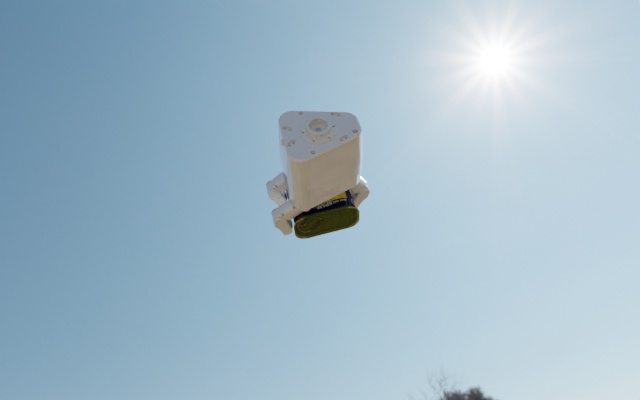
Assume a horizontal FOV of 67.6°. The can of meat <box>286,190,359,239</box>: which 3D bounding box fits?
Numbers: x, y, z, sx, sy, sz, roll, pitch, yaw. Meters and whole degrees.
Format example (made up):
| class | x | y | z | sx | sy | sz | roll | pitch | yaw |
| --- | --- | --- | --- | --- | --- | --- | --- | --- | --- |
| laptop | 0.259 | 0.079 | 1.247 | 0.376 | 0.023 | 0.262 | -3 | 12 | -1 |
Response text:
| class | x | y | z | sx | sy | sz | roll | pitch | yaw |
| --- | --- | --- | --- | --- | --- | --- | --- | --- | --- |
| can of meat | 0.000 | 0.002 | 0.743 | 0.102 | 0.084 | 0.057 | -14 | -33 | -4 |
